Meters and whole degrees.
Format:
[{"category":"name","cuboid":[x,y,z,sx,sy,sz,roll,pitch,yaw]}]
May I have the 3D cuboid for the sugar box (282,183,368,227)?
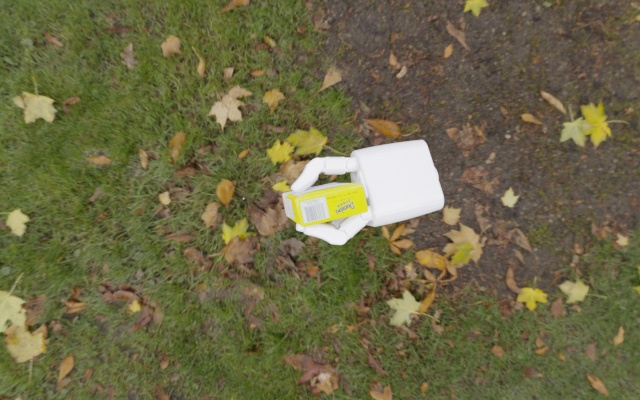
[{"category":"sugar box","cuboid":[0.000,0.003,0.697,0.093,0.048,0.176,-12,2,-9]}]
